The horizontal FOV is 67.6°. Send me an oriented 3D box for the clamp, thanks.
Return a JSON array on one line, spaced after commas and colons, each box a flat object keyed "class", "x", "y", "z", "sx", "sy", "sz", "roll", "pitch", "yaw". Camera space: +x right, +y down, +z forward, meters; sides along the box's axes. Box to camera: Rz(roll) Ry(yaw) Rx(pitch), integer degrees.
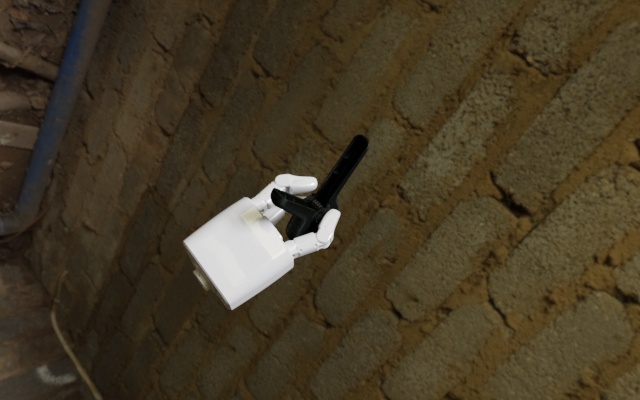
[{"class": "clamp", "x": 0.000, "y": 0.003, "z": 0.689, "sx": 0.164, "sy": 0.036, "sz": 0.210, "roll": -37, "pitch": -23, "yaw": -21}]
